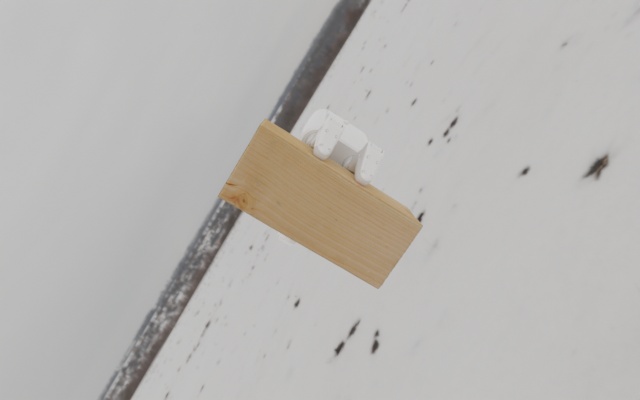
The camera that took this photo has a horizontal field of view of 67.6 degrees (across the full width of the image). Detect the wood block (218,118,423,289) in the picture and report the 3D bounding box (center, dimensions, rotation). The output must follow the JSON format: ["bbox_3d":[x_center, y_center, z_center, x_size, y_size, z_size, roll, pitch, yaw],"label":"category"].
[{"bbox_3d":[0.000,0.002,0.550,0.206,0.091,0.090,31,11,-10],"label":"wood block"}]
